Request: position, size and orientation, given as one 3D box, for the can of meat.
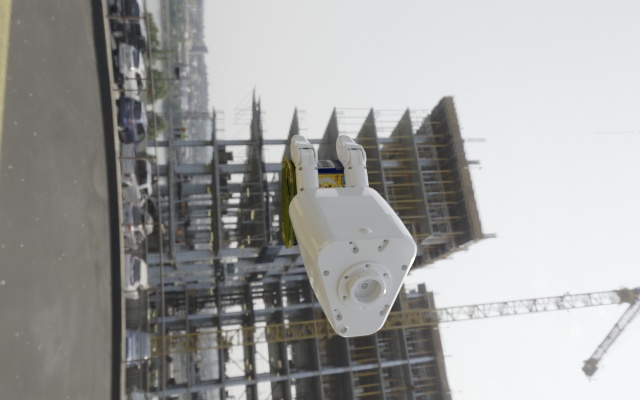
[{"bbox_3d":[0.000,0.002,0.552,0.084,0.102,0.057,-2,19,-13],"label":"can of meat"}]
